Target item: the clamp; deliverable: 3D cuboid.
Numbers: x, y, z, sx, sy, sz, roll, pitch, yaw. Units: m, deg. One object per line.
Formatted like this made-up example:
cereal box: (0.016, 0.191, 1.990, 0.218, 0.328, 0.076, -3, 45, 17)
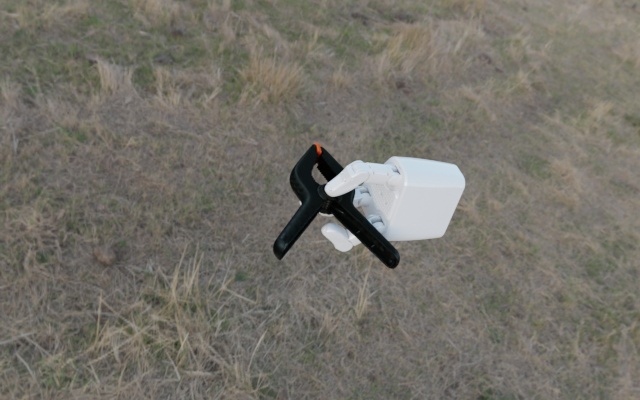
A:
clamp: (0.000, 0.001, 0.629, 0.164, 0.209, 0.036, 3, -43, -27)
